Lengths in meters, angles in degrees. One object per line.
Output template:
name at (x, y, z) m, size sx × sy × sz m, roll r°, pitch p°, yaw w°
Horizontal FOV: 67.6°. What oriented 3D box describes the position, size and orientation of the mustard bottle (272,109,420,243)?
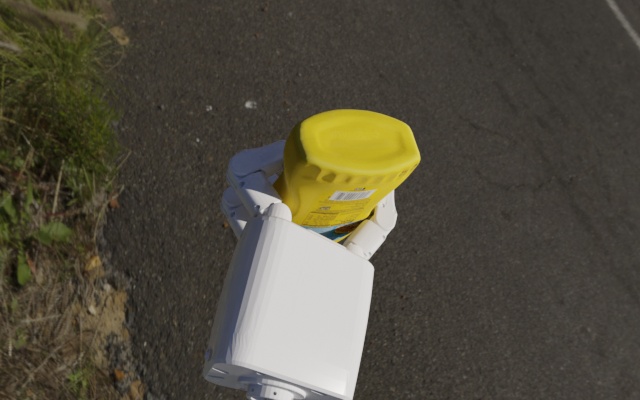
mustard bottle at (0.000, 0.001, 0.412) m, size 0.096 × 0.058 × 0.192 m, roll -4°, pitch -26°, yaw -22°
